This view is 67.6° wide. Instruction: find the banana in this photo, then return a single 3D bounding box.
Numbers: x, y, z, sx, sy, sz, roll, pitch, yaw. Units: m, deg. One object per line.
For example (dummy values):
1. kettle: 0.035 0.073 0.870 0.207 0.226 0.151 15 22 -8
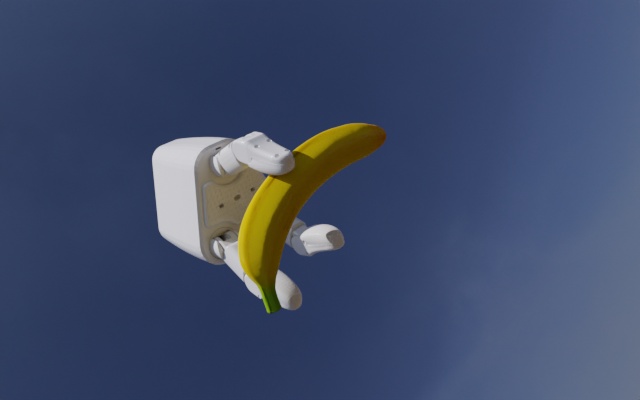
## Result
1. banana: -0.012 -0.008 0.401 0.037 0.197 0.070 6 -35 50
